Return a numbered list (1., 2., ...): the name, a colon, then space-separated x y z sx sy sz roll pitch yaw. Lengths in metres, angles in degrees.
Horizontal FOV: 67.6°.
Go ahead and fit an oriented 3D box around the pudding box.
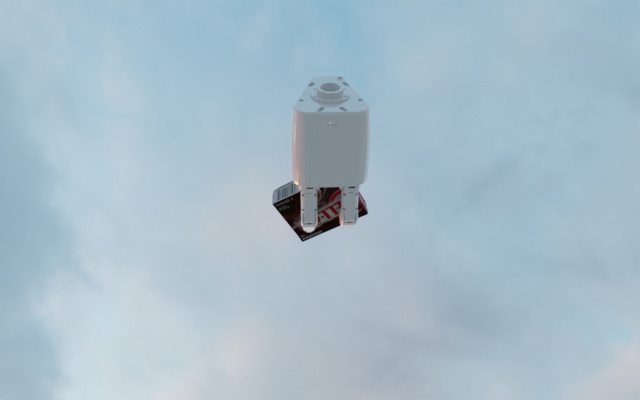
1. pudding box: 0.000 0.002 0.691 0.113 0.090 0.039 -23 38 16
